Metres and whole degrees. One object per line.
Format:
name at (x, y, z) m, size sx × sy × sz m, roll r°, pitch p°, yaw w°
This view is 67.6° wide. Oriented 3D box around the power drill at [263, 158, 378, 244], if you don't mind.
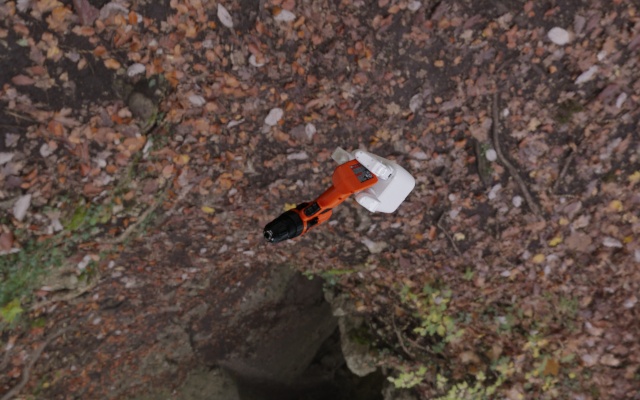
power drill at (0.001, 0.003, 0.854) m, size 0.188 × 0.057 × 0.184 m, roll -37°, pitch -6°, yaw 36°
